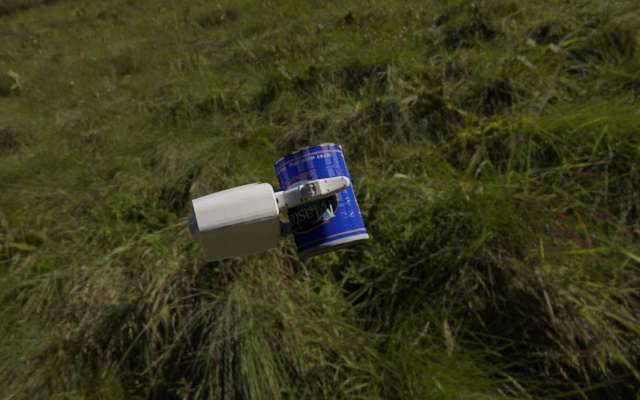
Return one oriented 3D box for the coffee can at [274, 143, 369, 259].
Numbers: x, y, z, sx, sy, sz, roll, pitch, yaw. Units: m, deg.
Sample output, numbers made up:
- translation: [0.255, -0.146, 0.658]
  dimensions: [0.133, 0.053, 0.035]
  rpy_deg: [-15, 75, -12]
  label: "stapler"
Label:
- translation: [0.000, 0.002, 0.683]
  dimensions: [0.103, 0.140, 0.103]
  rpy_deg: [-15, -10, -3]
  label: "coffee can"
